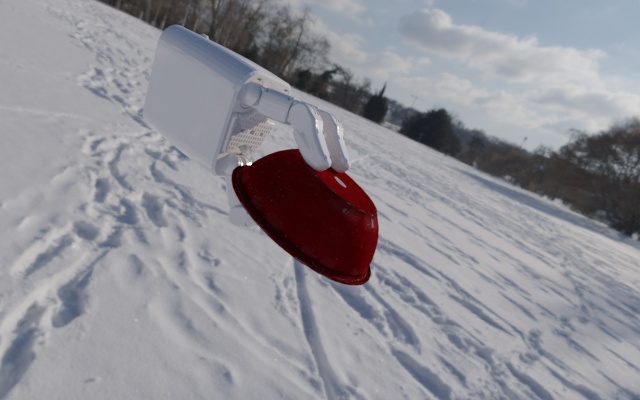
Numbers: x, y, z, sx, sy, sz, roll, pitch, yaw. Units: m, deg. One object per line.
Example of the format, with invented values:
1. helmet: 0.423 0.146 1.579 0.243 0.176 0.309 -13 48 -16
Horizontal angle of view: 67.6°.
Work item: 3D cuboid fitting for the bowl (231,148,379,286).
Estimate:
1. bowl: 0.001 0.002 0.440 0.162 0.055 0.162 37 16 -12
